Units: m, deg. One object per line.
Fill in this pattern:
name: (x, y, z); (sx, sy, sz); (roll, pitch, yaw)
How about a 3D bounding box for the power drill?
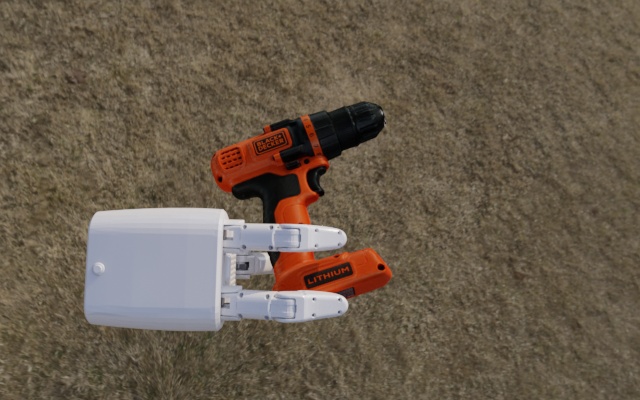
power drill: (0.000, 0.002, 0.460); (0.184, 0.187, 0.057); (-21, -25, 1)
